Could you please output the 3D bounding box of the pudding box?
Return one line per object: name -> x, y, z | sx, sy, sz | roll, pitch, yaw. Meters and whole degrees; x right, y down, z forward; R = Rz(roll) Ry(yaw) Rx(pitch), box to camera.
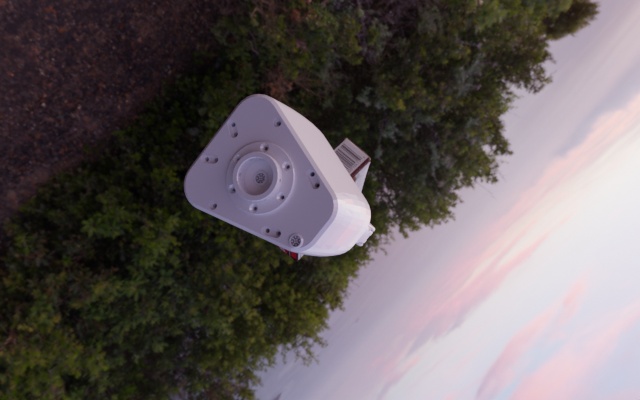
pudding box -> 0.000, 0.002, 0.500 | 0.113, 0.039, 0.090 | -42, -17, -21
